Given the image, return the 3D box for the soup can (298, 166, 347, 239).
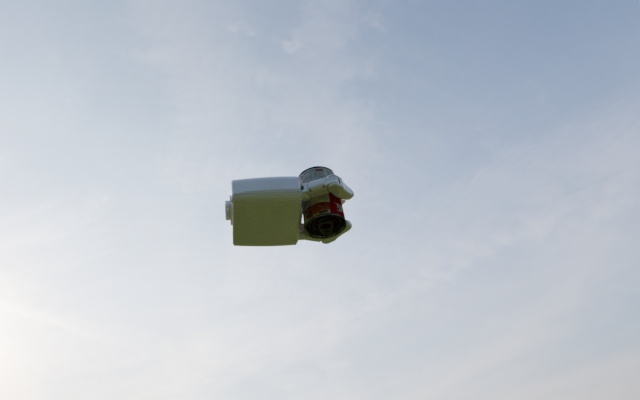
[{"bbox_3d":[0.001,0.002,0.786,0.068,0.102,0.069,-7,-37,-6],"label":"soup can"}]
